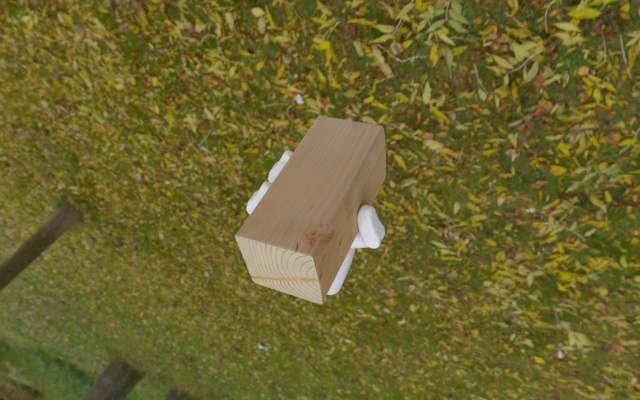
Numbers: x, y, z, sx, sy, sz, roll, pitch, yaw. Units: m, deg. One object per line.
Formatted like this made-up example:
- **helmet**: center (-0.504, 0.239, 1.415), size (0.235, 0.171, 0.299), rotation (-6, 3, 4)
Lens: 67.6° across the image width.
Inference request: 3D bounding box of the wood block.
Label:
- **wood block**: center (0.000, 0.002, 0.558), size (0.091, 0.206, 0.090), rotation (14, -39, 21)
